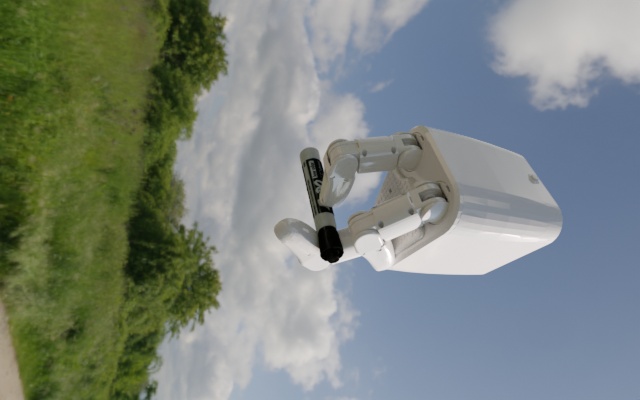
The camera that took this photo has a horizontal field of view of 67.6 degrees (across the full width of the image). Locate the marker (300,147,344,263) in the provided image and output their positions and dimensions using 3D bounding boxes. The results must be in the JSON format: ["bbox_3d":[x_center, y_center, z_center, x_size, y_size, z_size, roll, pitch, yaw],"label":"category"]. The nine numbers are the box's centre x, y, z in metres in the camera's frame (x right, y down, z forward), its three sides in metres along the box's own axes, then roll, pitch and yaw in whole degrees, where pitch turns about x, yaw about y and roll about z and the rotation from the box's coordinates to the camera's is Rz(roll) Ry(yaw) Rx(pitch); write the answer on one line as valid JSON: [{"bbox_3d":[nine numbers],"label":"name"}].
[{"bbox_3d":[0.000,0.001,0.402,0.020,0.121,0.020,-7,-42,-7],"label":"marker"}]
